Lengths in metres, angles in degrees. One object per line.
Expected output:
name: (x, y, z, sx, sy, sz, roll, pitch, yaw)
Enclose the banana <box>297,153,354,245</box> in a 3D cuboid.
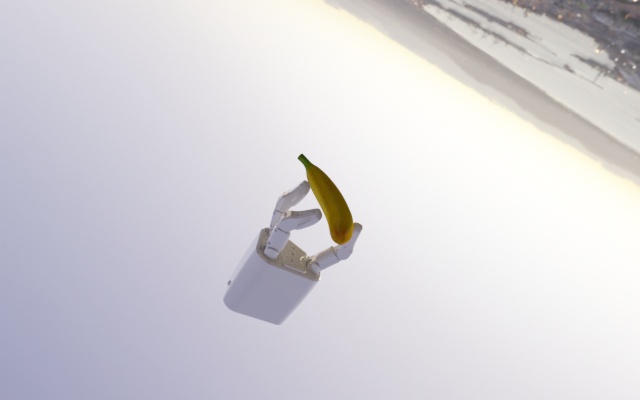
banana: (0.012, 0.007, 0.699, 0.070, 0.037, 0.197, 27, 23, -37)
